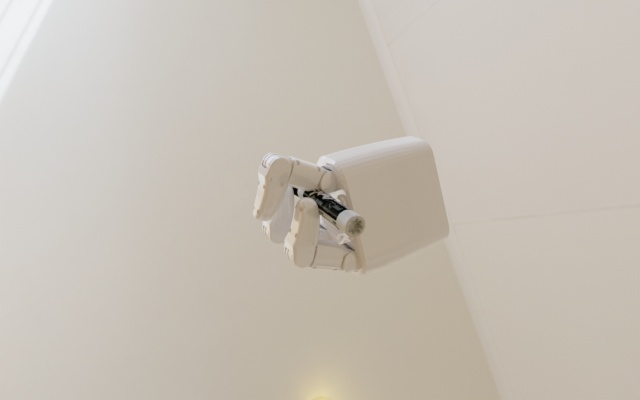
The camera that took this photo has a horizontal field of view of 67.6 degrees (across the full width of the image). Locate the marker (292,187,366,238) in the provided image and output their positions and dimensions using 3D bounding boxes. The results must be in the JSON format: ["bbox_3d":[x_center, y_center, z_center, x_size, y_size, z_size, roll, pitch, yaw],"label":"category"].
[{"bbox_3d":[0.000,0.001,0.421,0.020,0.020,0.121,0,18,-29],"label":"marker"}]
